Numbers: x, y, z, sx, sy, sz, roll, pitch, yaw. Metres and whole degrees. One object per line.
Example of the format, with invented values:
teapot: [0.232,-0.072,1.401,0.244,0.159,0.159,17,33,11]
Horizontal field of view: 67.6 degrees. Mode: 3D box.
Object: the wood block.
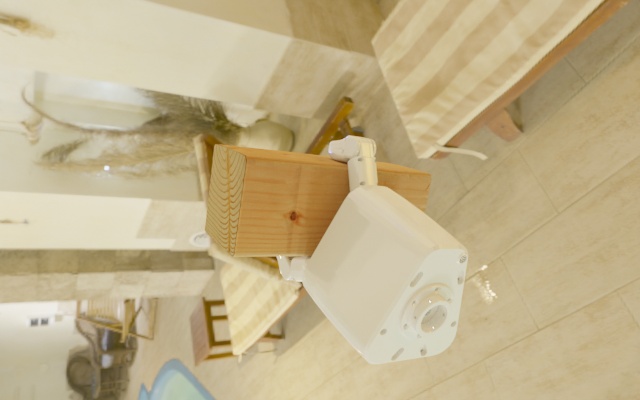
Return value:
wood block: [0.000,0.001,0.486,0.206,0.091,0.090,3,11,-30]
